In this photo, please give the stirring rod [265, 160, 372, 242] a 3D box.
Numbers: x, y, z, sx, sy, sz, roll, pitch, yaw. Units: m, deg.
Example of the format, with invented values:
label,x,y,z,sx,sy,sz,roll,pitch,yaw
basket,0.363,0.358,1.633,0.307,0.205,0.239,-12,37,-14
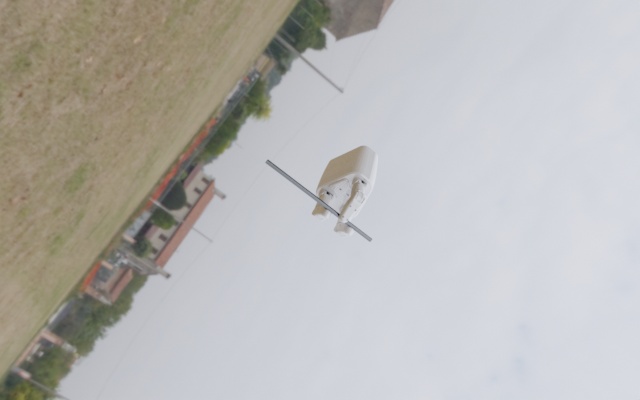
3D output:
label,x,y,z,sx,sy,sz,roll,pitch,yaw
stirring rod,0.000,0.003,0.850,0.239,0.011,0.011,37,-11,-15
